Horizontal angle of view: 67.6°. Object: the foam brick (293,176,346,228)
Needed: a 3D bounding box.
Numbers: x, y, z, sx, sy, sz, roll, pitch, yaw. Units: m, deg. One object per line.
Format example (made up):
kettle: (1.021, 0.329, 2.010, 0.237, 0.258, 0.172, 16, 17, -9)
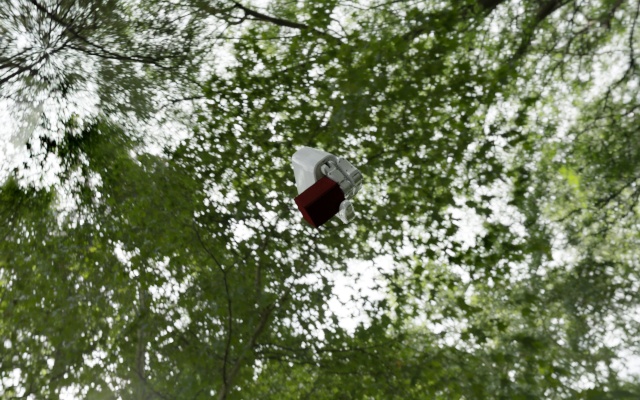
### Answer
foam brick: (0.000, 0.003, 0.872, 0.078, 0.053, 0.051, -37, 32, -15)
